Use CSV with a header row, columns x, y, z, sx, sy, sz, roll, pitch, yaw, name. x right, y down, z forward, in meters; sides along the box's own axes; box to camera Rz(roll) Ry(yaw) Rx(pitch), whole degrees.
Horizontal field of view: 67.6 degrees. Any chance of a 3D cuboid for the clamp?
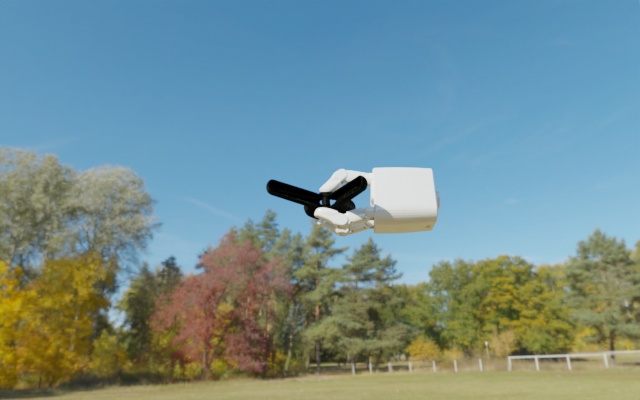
x,y,z,sx,sy,sz,roll,pitch,yaw,name
0.000,0.002,0.843,0.164,0.036,0.210,1,-19,6,clamp
